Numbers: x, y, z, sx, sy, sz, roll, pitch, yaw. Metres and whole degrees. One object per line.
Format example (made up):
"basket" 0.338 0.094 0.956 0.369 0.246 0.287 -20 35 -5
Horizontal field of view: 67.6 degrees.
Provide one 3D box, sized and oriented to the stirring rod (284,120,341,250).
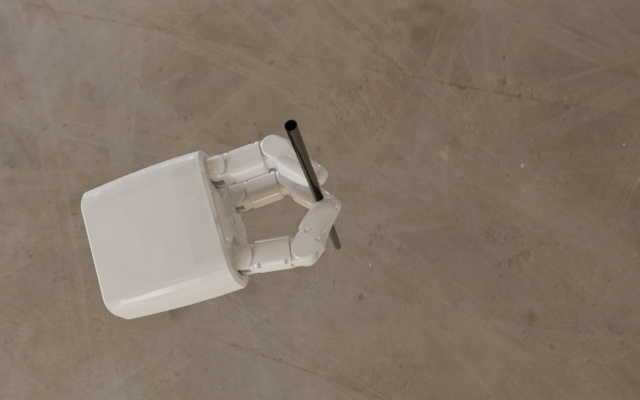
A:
"stirring rod" 0.000 0.001 0.401 0.011 0.011 0.240 0 -23 9
